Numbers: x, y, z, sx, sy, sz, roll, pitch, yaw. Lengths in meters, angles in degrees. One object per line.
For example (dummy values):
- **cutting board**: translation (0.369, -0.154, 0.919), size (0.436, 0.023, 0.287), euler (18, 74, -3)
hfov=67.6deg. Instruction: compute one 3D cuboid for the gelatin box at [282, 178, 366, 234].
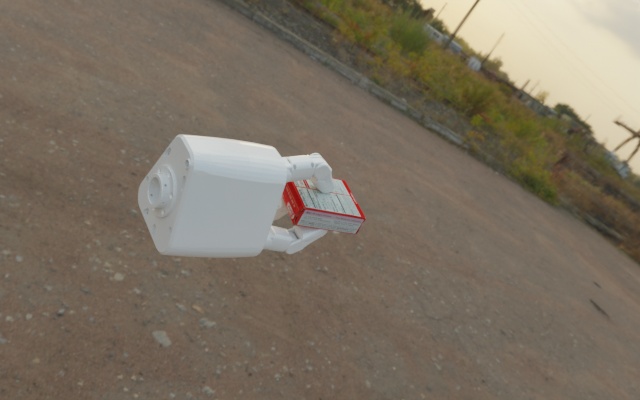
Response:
- **gelatin box**: translation (0.001, 0.002, 0.565), size (0.089, 0.030, 0.073), euler (9, 36, -31)
